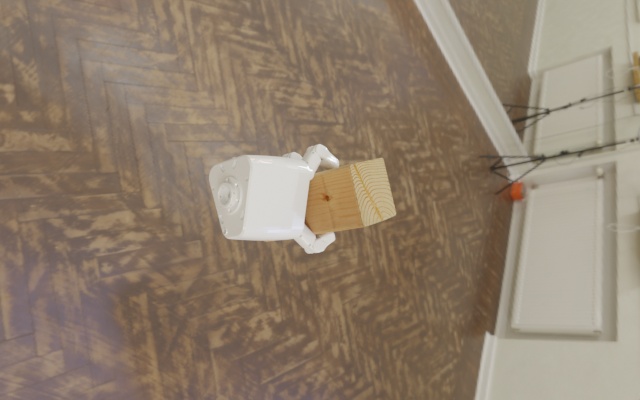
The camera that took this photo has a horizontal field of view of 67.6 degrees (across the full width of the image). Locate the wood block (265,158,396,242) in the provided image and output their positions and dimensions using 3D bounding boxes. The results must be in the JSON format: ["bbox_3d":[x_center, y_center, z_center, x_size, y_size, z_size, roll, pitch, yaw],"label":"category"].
[{"bbox_3d":[0.000,0.003,0.747,0.206,0.091,0.090,-11,3,41],"label":"wood block"}]
